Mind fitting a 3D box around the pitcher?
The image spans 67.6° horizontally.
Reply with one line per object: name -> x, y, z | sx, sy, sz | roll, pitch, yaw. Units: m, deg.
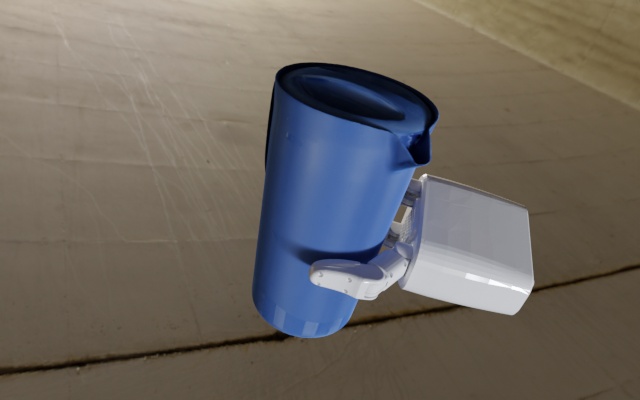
pitcher -> 0.000, 0.002, 0.446 | 0.145, 0.243, 0.149 | 15, 32, 0
